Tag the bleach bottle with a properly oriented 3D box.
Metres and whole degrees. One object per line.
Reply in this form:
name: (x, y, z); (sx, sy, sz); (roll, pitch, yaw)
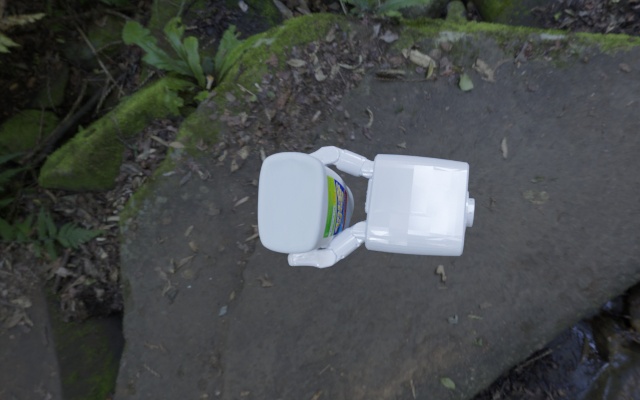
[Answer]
bleach bottle: (0.000, 0.002, 0.579); (0.068, 0.102, 0.251); (5, 2, 14)
